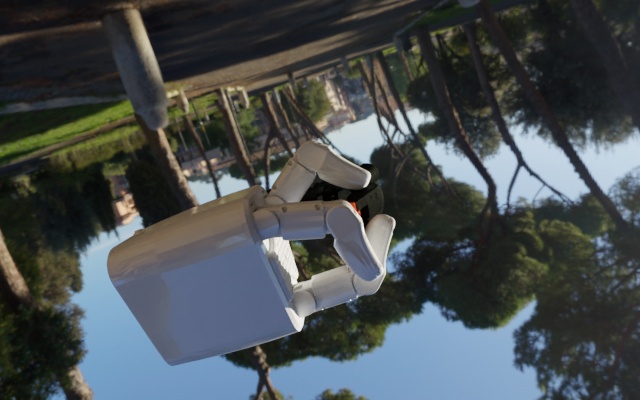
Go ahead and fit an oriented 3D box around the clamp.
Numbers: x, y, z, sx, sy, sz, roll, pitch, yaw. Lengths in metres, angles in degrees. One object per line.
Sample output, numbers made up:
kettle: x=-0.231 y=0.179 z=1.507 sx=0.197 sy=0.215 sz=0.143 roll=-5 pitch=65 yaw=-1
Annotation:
clamp: x=0.000 y=0.002 z=0.423 sx=0.120 sy=0.039 sz=0.171 roll=-19 pitch=10 yaw=5
